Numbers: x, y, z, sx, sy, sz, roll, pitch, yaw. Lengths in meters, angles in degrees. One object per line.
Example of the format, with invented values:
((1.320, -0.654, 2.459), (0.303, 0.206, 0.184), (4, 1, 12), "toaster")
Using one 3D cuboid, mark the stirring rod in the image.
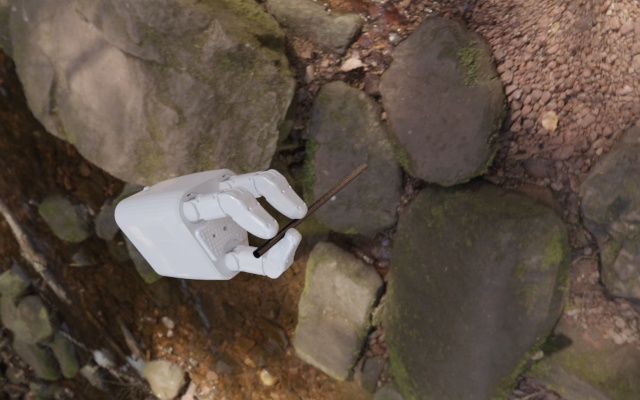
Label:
((0.000, 0.002, 0.518), (0.011, 0.011, 0.239), (0, 23, 31), "stirring rod")
